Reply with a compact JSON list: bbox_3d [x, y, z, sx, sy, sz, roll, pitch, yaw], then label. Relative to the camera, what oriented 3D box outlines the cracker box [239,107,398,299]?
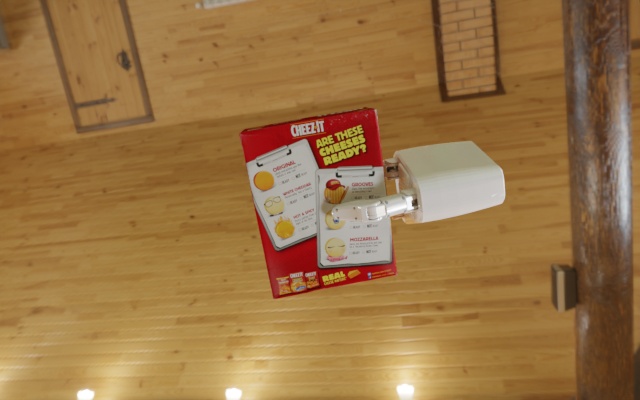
[{"bbox_3d":[0.000,0.002,0.606,0.164,0.214,0.072,-11,14,-4],"label":"cracker box"}]
